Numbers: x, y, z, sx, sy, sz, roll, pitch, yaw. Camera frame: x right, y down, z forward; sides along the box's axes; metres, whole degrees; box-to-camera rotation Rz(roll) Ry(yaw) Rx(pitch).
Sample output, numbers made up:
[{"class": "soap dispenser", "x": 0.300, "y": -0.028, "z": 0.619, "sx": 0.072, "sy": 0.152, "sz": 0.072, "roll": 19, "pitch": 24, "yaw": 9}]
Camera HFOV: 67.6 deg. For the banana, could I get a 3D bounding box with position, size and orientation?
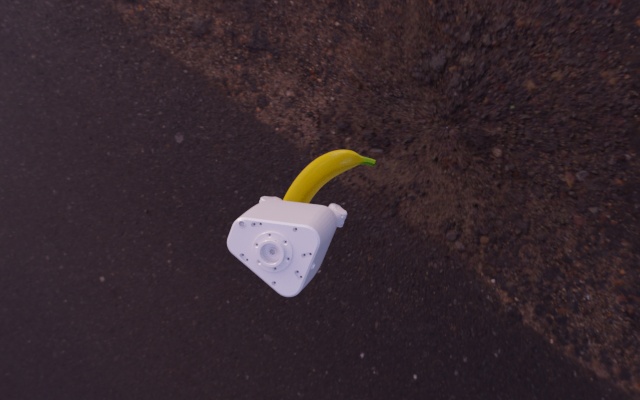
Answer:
[{"class": "banana", "x": -0.010, "y": -0.013, "z": 0.724, "sx": 0.198, "sy": 0.069, "sz": 0.037, "roll": -43, "pitch": 3, "yaw": 13}]
